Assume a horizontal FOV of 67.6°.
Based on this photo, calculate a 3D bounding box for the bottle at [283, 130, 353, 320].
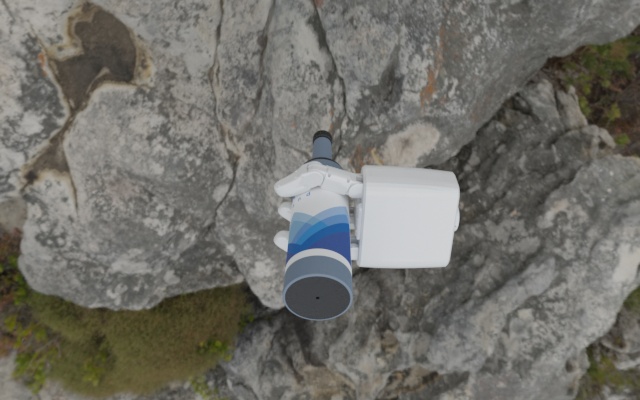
[{"bbox_3d":[0.000,0.002,0.565,0.069,0.069,0.295,0,38,1],"label":"bottle"}]
